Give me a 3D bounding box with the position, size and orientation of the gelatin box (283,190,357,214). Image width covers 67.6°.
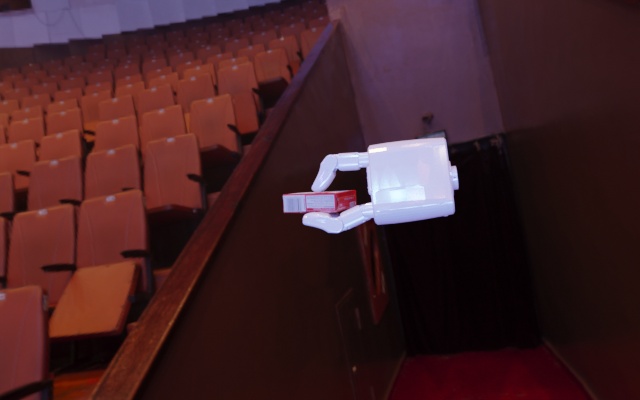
[{"bbox_3d":[0.000,0.002,0.708,0.089,0.030,0.073,-1,3,26],"label":"gelatin box"}]
